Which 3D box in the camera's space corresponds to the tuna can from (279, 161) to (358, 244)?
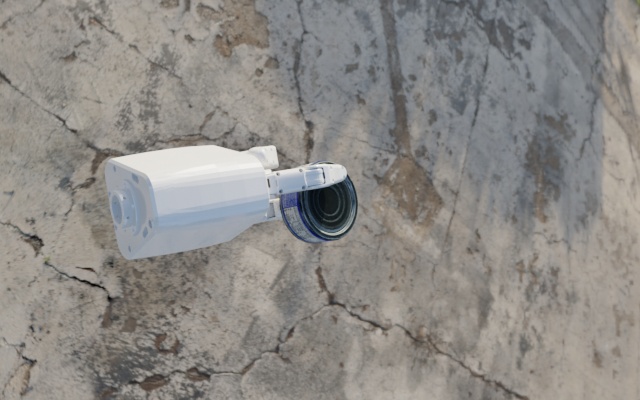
[{"bbox_3d":[0.001,0.002,0.505,0.086,0.086,0.034,0,-8,-43],"label":"tuna can"}]
